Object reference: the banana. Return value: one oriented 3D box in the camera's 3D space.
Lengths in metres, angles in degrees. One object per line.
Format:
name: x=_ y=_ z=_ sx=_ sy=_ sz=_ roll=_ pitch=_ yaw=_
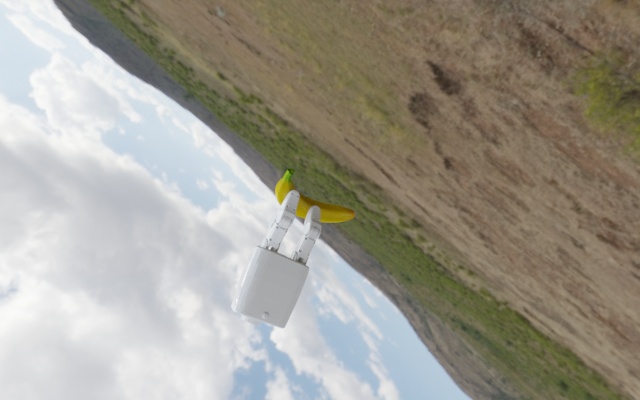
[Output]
banana: x=-0.017 y=0.007 z=0.818 sx=0.069 sy=0.037 sz=0.198 roll=-18 pitch=-30 yaw=29
